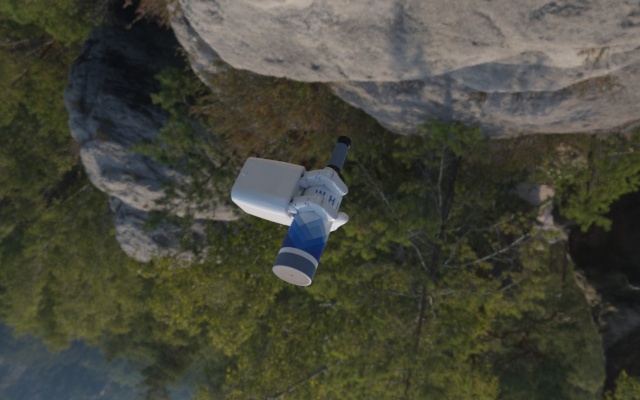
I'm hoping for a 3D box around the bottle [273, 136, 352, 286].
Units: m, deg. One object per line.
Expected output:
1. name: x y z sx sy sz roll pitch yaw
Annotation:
1. bottle: 0.000 0.003 0.839 0.069 0.295 0.069 16 -31 10
